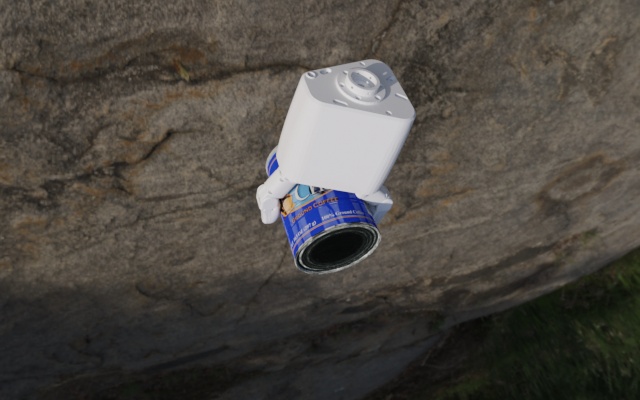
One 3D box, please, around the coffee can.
[{"bbox_3d":[0.000,0.002,0.574,0.103,0.140,0.103,-14,-34,-10],"label":"coffee can"}]
